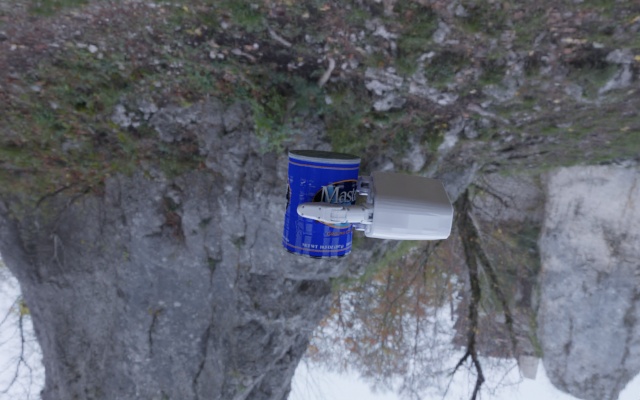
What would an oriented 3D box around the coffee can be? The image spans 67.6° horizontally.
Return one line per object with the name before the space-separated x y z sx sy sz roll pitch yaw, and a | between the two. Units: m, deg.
coffee can | 0.000 0.002 0.691 0.103 0.140 0.103 5 11 -1
